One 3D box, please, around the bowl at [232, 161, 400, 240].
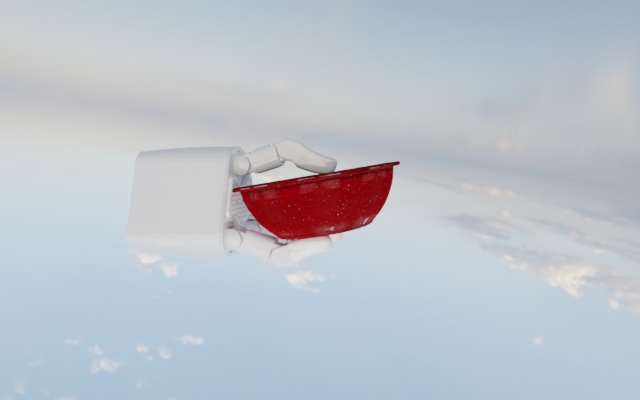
[{"bbox_3d":[0.001,0.002,0.458,0.162,0.055,0.162,-10,3,1],"label":"bowl"}]
